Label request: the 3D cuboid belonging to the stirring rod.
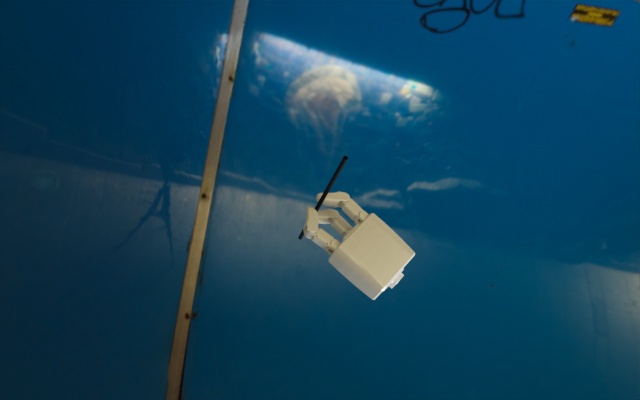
[{"bbox_3d":[0.000,0.003,0.843,0.011,0.011,0.240,0,-36,-24],"label":"stirring rod"}]
